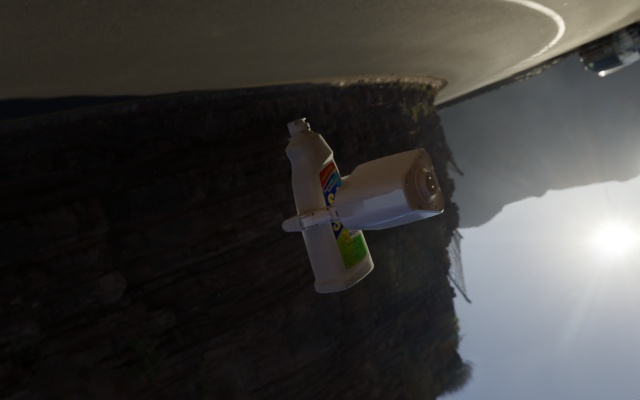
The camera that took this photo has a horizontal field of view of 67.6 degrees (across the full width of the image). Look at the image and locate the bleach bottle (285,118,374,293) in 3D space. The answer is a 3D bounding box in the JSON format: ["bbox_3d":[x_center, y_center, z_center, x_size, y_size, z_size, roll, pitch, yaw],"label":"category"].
[{"bbox_3d":[0.000,0.002,0.712,0.068,0.251,0.102,-15,6,38],"label":"bleach bottle"}]
